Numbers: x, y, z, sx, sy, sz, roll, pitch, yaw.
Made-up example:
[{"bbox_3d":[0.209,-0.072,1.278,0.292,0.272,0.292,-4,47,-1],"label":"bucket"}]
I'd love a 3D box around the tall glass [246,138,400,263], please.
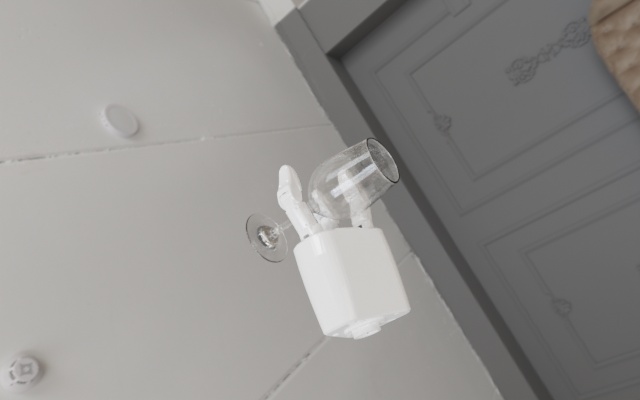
[{"bbox_3d":[0.000,0.002,0.595,0.201,0.079,0.079,-34,-18,29],"label":"tall glass"}]
